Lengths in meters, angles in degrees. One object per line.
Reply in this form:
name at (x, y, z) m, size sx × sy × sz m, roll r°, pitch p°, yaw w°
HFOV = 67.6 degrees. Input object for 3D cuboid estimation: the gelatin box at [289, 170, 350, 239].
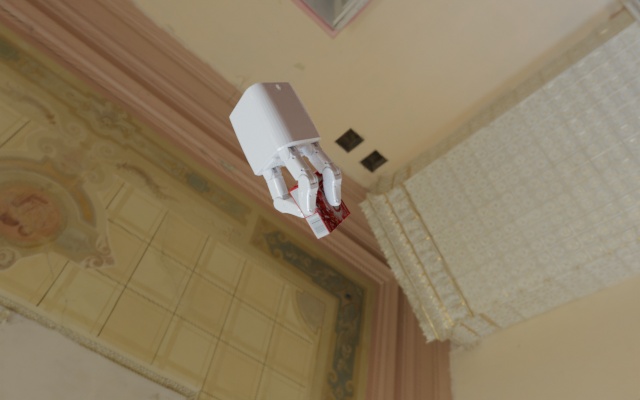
gelatin box at (0.000, 0.003, 0.734) m, size 0.030 × 0.089 × 0.073 m, roll -26°, pitch 9°, yaw 36°
